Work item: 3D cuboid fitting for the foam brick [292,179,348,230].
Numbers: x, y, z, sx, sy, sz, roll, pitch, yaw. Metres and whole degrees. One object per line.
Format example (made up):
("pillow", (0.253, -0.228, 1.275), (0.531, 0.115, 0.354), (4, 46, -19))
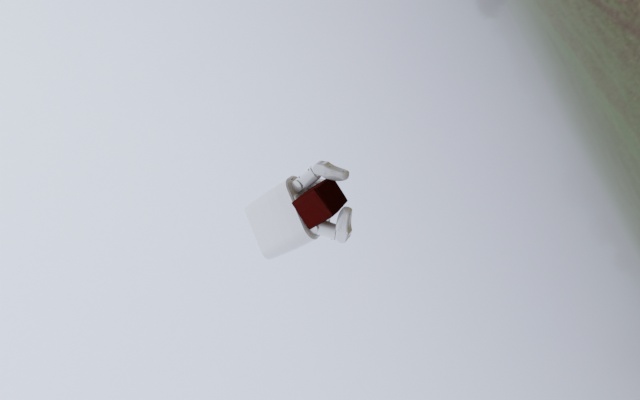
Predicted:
("foam brick", (0.000, 0.002, 0.766), (0.051, 0.053, 0.078), (-30, 5, 28))
